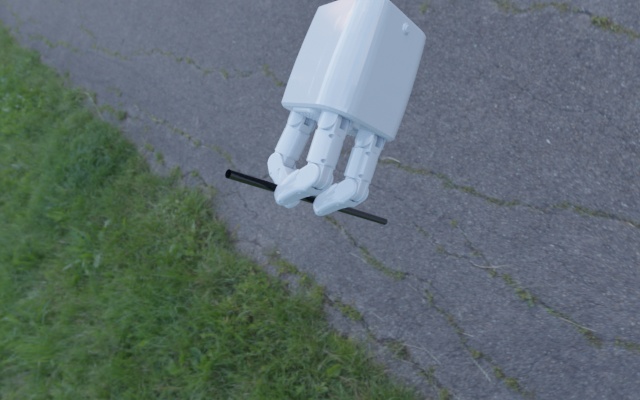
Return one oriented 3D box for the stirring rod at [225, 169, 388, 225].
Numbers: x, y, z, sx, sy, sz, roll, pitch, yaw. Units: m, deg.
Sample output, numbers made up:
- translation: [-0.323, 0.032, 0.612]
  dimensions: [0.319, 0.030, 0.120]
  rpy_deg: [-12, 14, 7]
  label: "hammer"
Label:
- translation: [0.000, 0.002, 0.490]
  dimensions: [0.011, 0.011, 0.239]
  rpy_deg: [0, -12, 41]
  label: "stirring rod"
